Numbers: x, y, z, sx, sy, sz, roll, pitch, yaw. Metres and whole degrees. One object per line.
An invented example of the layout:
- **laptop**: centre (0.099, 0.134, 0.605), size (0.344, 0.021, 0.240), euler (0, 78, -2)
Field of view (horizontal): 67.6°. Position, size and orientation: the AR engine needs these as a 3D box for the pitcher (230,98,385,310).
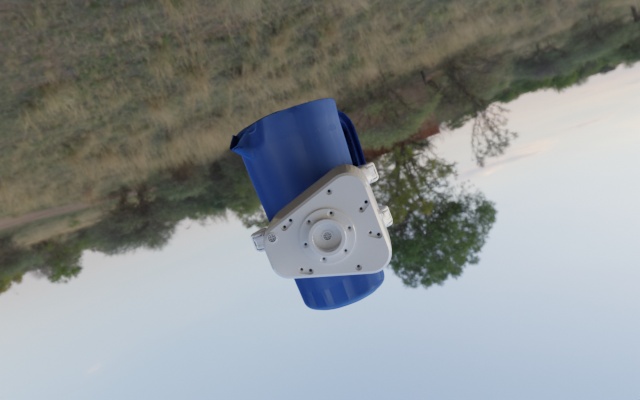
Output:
- **pitcher**: centre (0.000, 0.002, 0.600), size (0.149, 0.243, 0.145), euler (-20, 5, 3)
